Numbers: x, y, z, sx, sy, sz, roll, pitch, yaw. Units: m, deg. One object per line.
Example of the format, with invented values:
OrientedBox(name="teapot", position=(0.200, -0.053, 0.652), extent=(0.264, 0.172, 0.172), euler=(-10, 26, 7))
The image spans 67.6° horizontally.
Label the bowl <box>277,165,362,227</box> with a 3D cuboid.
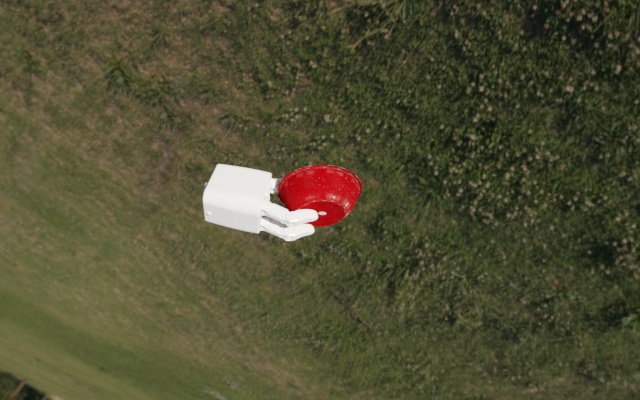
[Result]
OrientedBox(name="bowl", position=(0.001, 0.003, 0.893), extent=(0.162, 0.055, 0.162), euler=(-3, -33, -2))
